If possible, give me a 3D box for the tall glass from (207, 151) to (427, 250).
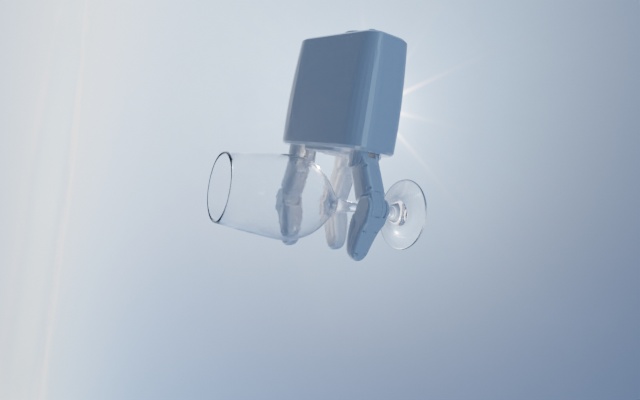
[{"bbox_3d":[0.001,0.002,0.450,0.201,0.079,0.079,8,-4,-30],"label":"tall glass"}]
